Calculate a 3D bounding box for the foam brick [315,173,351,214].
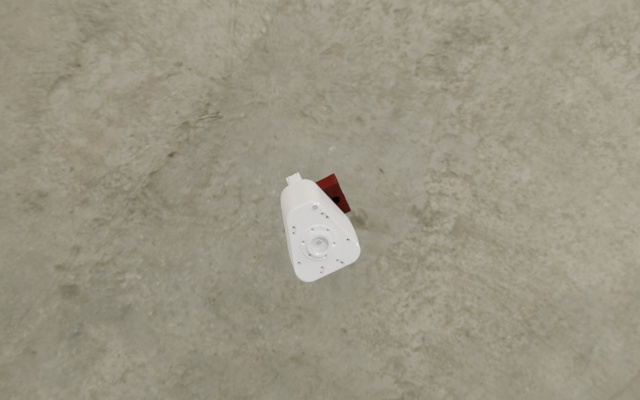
[{"bbox_3d":[0.000,0.002,0.740,0.078,0.053,0.051,-26,20,1],"label":"foam brick"}]
